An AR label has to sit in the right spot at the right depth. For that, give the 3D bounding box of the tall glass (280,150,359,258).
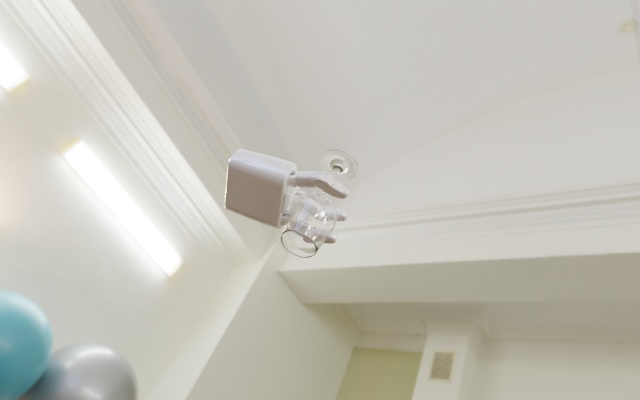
[{"bbox_3d":[0.001,0.002,0.806,0.079,0.079,0.201,0,42,27],"label":"tall glass"}]
